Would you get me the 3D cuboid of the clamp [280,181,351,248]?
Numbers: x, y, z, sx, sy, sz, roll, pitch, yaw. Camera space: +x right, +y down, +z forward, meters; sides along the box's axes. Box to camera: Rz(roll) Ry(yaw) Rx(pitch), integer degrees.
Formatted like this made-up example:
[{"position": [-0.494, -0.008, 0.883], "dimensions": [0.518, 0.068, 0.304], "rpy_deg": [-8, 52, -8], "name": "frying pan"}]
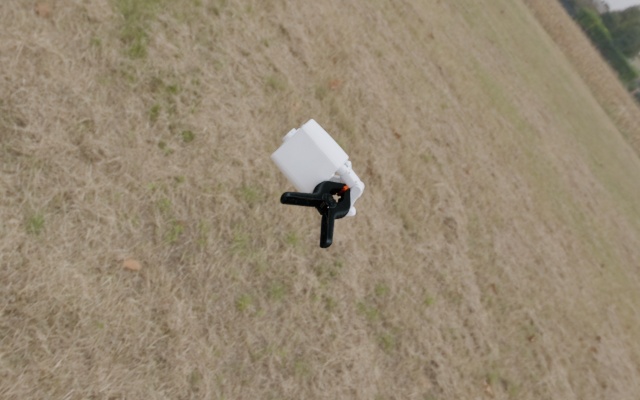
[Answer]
[{"position": [0.001, 0.003, 0.873], "dimensions": [0.039, 0.120, 0.171], "rpy_deg": [-38, 8, 34], "name": "clamp"}]
